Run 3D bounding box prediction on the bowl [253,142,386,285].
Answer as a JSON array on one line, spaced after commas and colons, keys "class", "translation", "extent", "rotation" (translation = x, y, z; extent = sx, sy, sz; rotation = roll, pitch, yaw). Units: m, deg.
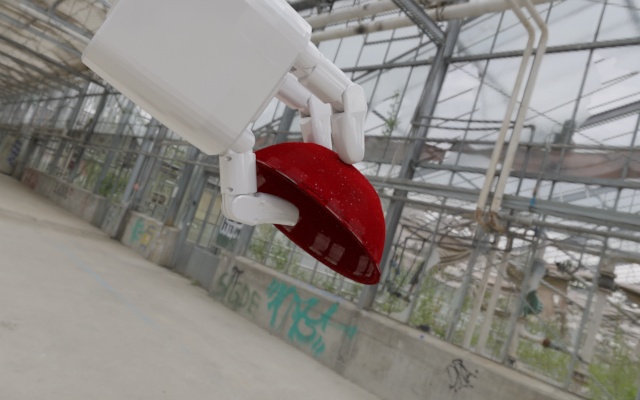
[{"class": "bowl", "translation": [0.001, 0.002, 0.414], "extent": [0.162, 0.055, 0.162], "rotation": [36, -18, 14]}]
